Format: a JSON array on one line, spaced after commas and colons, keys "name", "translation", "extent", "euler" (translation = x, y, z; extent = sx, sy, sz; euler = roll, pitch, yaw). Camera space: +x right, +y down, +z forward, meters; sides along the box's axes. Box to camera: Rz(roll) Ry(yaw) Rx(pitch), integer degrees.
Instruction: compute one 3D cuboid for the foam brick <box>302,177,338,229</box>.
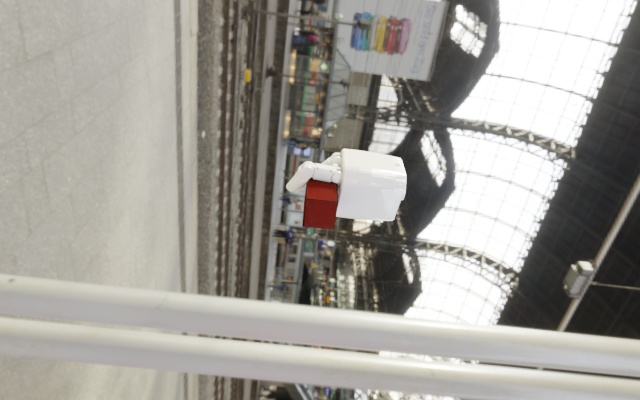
[{"name": "foam brick", "translation": [0.000, 0.003, 0.770], "extent": [0.051, 0.053, 0.078], "euler": [7, 31, -3]}]
